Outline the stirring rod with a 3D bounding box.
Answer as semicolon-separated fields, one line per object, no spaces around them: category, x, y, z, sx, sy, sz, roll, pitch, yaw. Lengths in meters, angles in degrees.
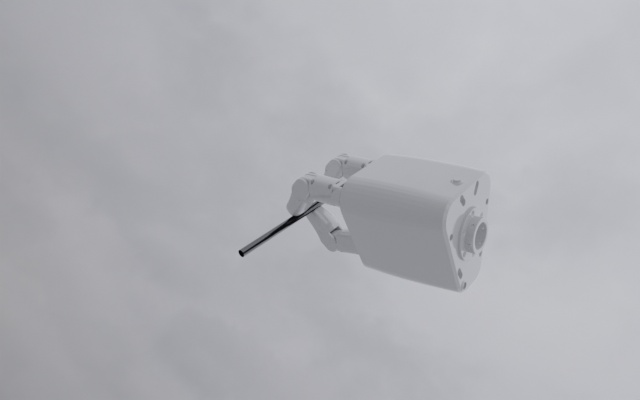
stirring rod;0.000;0.002;0.540;0.011;0.011;0.239;0;24;45
